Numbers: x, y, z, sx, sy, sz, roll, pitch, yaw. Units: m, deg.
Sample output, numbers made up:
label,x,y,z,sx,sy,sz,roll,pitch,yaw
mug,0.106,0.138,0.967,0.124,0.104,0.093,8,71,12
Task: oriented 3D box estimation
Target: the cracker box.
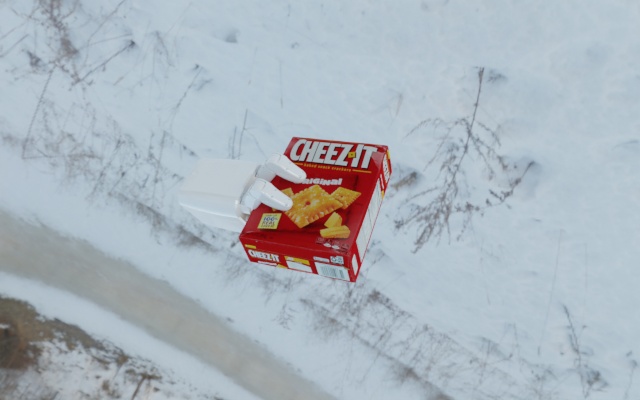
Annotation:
label,x,y,z,sx,sy,sz,roll,pitch,yaw
cracker box,0.000,0.003,0.707,0.164,0.213,0.072,8,-38,19
